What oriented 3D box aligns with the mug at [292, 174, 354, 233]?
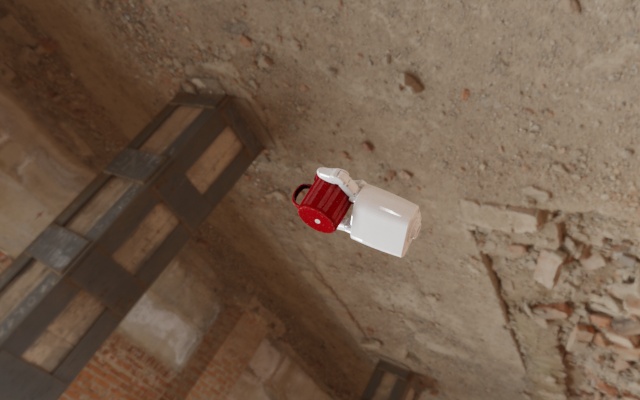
[{"bbox_3d":[-0.001,0.003,0.892,0.117,0.081,0.093,20,-29,21],"label":"mug"}]
